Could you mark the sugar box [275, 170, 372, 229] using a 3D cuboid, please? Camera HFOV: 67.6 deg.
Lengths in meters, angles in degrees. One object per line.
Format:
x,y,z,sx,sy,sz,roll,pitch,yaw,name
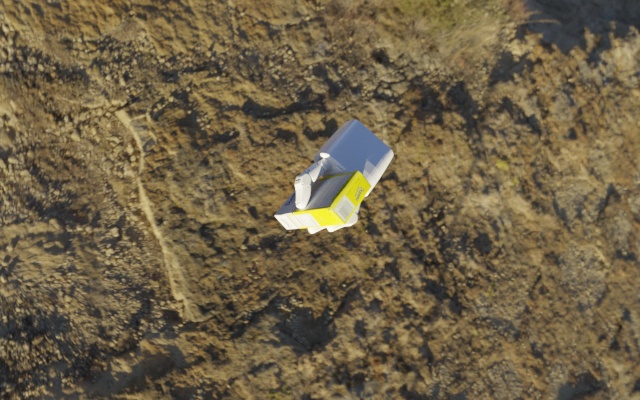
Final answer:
0.001,0.003,0.844,0.093,0.048,0.176,-52,21,-27,sugar box
